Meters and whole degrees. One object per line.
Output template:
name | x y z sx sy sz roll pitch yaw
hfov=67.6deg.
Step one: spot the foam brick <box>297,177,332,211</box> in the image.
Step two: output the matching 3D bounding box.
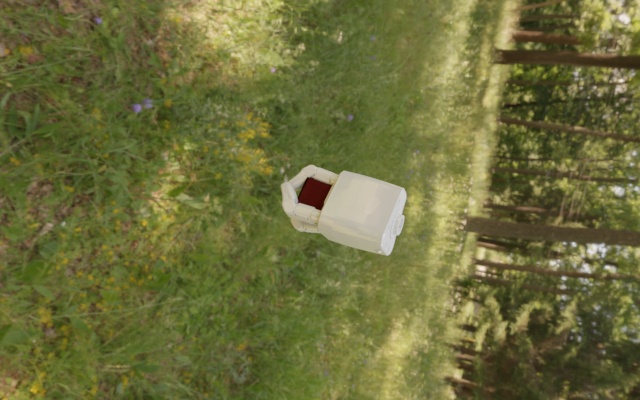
foam brick | 0.000 0.003 0.802 0.051 0.053 0.078 20 -9 21
